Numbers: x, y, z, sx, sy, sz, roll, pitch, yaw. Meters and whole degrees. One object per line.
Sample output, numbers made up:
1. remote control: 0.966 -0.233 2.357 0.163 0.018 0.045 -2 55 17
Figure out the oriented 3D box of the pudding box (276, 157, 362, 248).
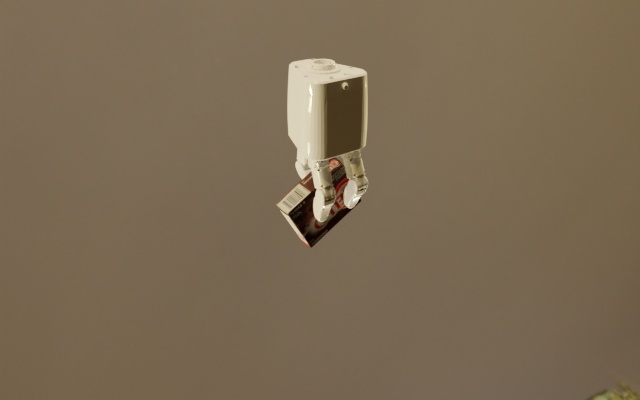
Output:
1. pudding box: 0.000 0.002 0.712 0.039 0.113 0.090 39 -14 44
